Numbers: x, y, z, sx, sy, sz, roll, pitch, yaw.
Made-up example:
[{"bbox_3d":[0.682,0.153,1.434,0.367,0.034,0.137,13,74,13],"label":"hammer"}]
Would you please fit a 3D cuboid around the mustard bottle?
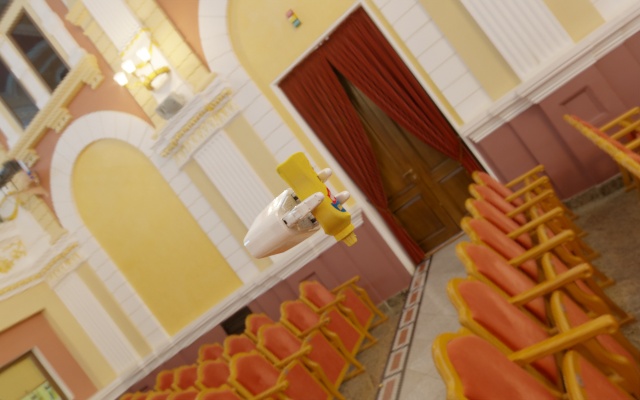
[{"bbox_3d":[0.000,0.002,0.857,0.058,0.191,0.096,-37,0,7],"label":"mustard bottle"}]
